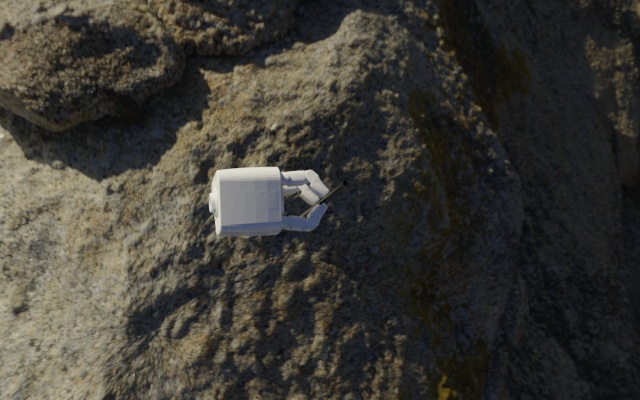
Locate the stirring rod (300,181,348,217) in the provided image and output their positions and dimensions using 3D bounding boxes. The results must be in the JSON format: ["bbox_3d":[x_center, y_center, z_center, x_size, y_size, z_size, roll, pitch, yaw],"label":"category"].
[{"bbox_3d":[0.000,0.003,0.851,0.011,0.011,0.239,0,-14,-19],"label":"stirring rod"}]
